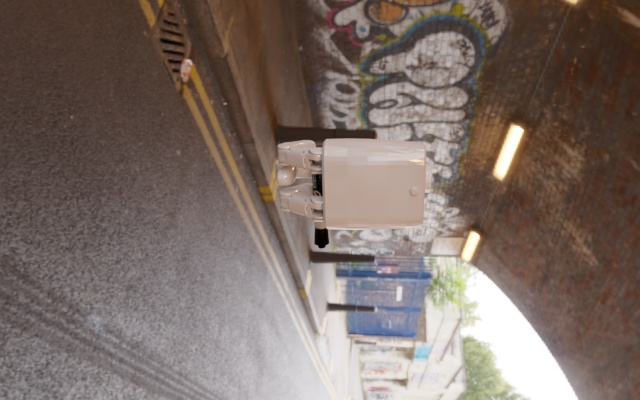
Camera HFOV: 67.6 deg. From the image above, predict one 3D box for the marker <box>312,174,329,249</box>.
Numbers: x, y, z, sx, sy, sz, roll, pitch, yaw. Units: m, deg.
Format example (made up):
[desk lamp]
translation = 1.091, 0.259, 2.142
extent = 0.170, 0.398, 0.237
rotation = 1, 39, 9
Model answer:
[marker]
translation = 0.000, 0.002, 0.574
extent = 0.020, 0.121, 0.020
rotation = -2, 20, 1
